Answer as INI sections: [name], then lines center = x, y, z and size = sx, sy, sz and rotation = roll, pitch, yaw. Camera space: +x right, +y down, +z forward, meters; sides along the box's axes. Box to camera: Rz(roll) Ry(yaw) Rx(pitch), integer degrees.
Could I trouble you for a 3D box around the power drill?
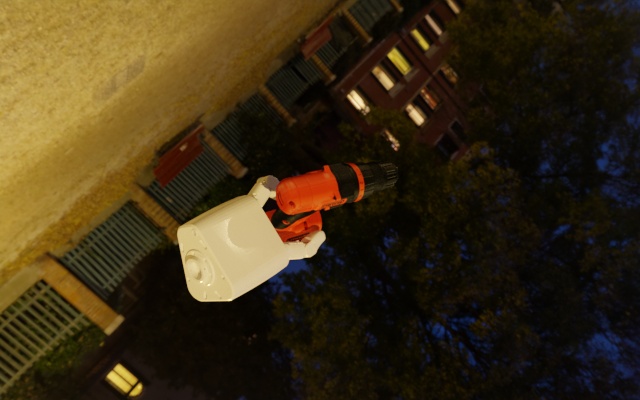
[power drill]
center = 0.000, 0.003, 0.685
size = 0.184, 0.057, 0.188
rotation = -12, -17, -29
